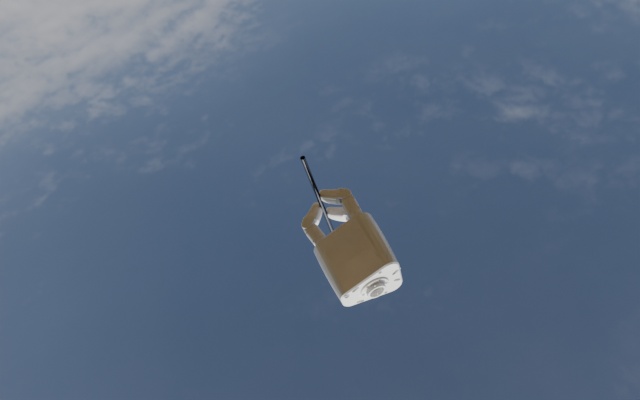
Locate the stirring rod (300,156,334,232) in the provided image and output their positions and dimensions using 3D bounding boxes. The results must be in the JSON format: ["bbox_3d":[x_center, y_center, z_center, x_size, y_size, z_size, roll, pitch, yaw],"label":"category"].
[{"bbox_3d":[0.000,0.003,0.832,0.011,0.011,0.240,0,-35,16],"label":"stirring rod"}]
